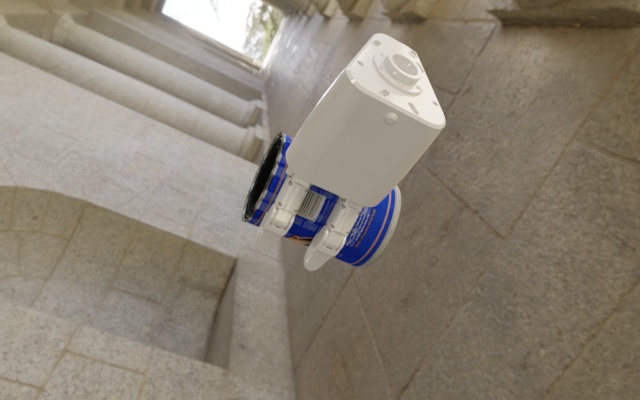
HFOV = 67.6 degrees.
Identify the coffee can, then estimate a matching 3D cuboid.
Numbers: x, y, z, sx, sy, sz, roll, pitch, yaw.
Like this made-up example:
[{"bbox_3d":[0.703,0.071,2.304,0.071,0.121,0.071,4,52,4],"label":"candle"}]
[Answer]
[{"bbox_3d":[0.000,0.002,0.515,0.140,0.103,0.103,23,-7,-16],"label":"coffee can"}]
